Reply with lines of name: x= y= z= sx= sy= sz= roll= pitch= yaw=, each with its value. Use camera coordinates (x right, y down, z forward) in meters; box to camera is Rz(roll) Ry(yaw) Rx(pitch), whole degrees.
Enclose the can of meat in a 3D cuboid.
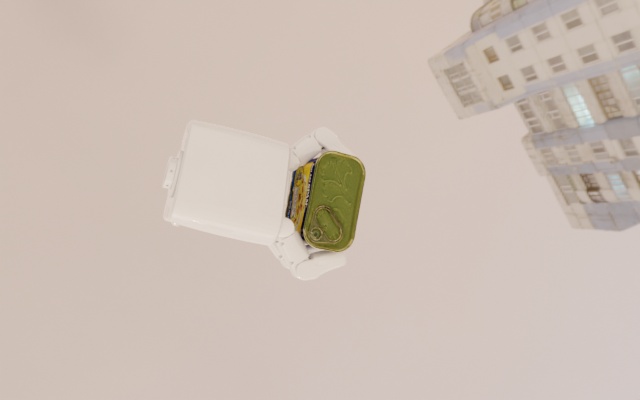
can of meat: x=0.000 y=0.002 z=0.526 sx=0.057 sy=0.102 sz=0.084 roll=12 pitch=-6 yaw=-22
